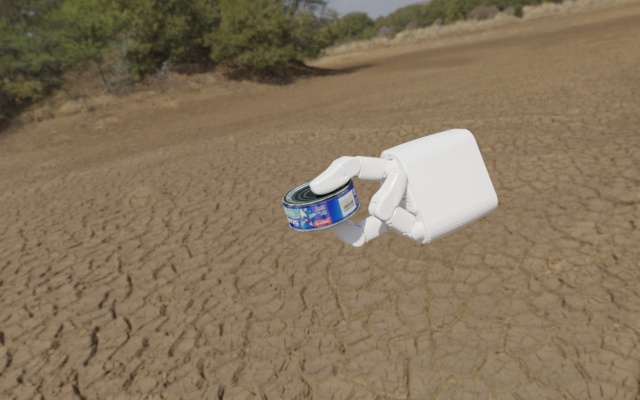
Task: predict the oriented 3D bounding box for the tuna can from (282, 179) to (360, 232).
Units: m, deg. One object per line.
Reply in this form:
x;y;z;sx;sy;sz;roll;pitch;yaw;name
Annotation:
0.000;0.001;0.551;0.086;0.034;0.086;-15;19;5;tuna can
